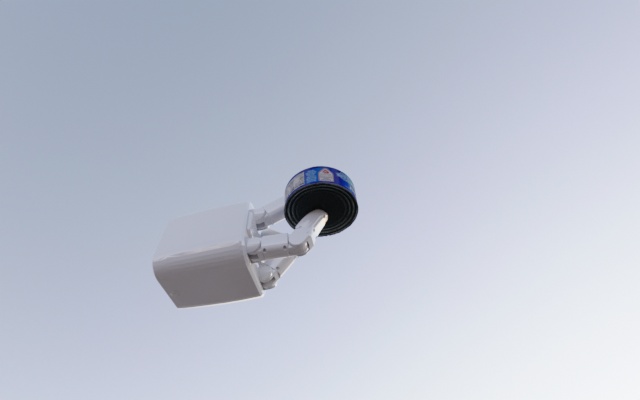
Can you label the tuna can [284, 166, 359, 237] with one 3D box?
[{"bbox_3d":[0.000,0.001,0.558,0.086,0.086,0.033,0,43,-4],"label":"tuna can"}]
